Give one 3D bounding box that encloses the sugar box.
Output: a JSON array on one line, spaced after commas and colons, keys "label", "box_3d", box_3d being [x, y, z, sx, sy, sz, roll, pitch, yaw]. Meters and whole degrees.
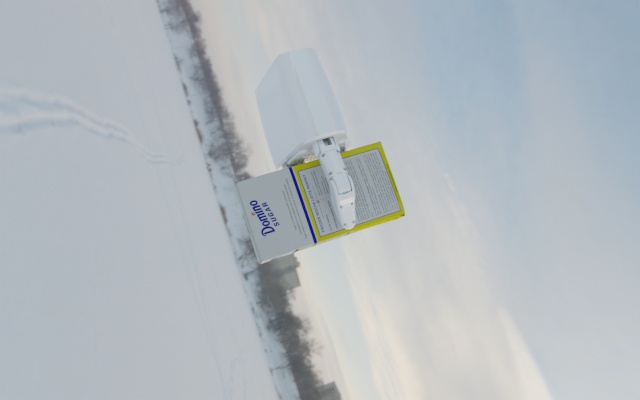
[{"label": "sugar box", "box_3d": [0.000, 0.002, 0.549, 0.176, 0.093, 0.048, -17, -9, -11]}]
